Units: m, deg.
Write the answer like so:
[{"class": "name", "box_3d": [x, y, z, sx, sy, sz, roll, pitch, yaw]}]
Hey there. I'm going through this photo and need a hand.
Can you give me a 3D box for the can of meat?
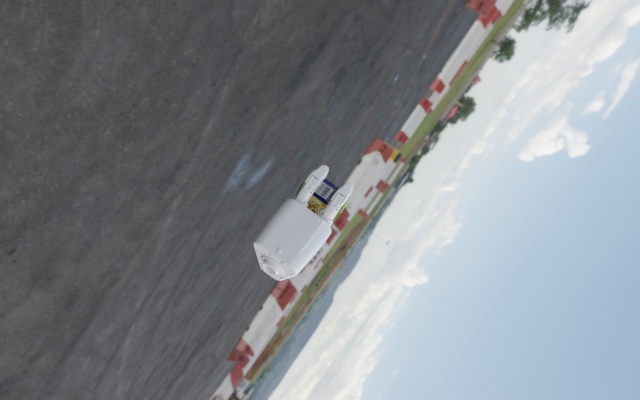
[{"class": "can of meat", "box_3d": [0.000, 0.003, 0.897, 0.084, 0.057, 0.102, 35, -32, 7]}]
